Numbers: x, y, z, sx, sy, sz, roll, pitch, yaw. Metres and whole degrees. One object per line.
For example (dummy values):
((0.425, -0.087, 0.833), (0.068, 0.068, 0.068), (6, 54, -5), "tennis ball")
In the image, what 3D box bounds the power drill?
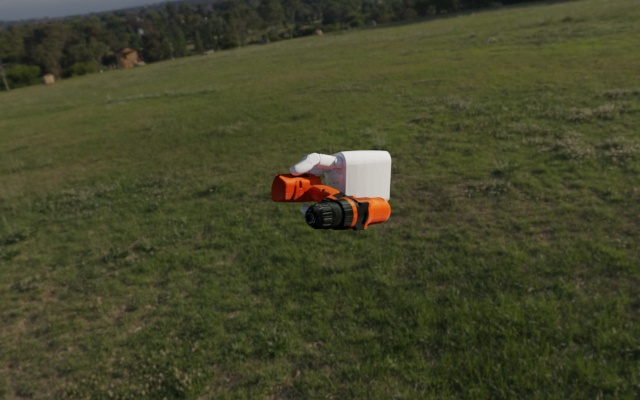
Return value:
((0.000, 0.002, 0.823), (0.184, 0.057, 0.187), (-1, 19, -46), "power drill")
